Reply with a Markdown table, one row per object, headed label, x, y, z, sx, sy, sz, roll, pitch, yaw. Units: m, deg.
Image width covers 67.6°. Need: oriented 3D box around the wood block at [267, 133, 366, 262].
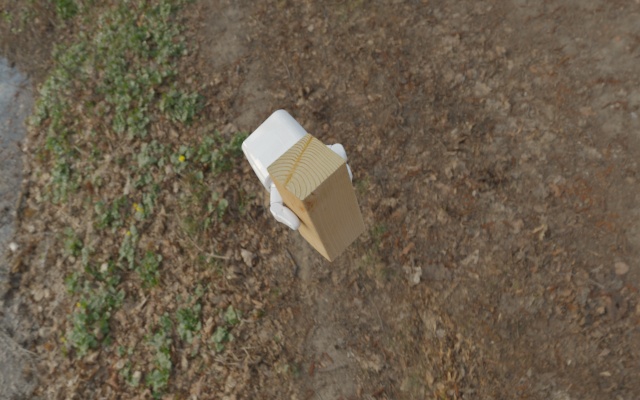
| label | x | y | z | sx | sy | sz | roll | pitch | yaw |
| --- | --- | --- | --- | --- | --- | --- | --- | --- | --- |
| wood block | 0.000 | 0.002 | 0.784 | 0.090 | 0.091 | 0.206 | 40 | -15 | 32 |
